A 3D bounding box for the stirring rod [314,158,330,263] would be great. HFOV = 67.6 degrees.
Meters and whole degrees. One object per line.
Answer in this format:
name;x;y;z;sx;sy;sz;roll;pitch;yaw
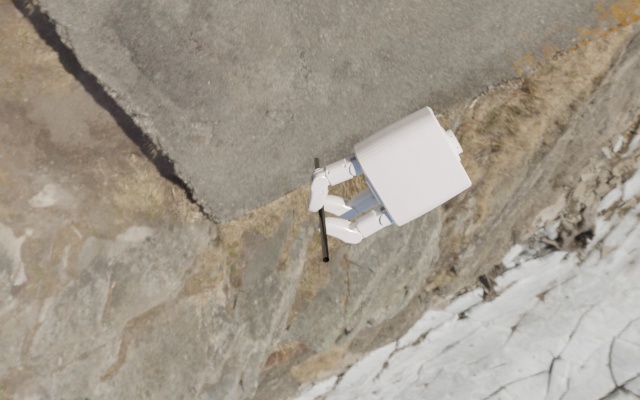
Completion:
stirring rod;0.000;0.002;0.645;0.011;0.011;0.239;0;33;-4
